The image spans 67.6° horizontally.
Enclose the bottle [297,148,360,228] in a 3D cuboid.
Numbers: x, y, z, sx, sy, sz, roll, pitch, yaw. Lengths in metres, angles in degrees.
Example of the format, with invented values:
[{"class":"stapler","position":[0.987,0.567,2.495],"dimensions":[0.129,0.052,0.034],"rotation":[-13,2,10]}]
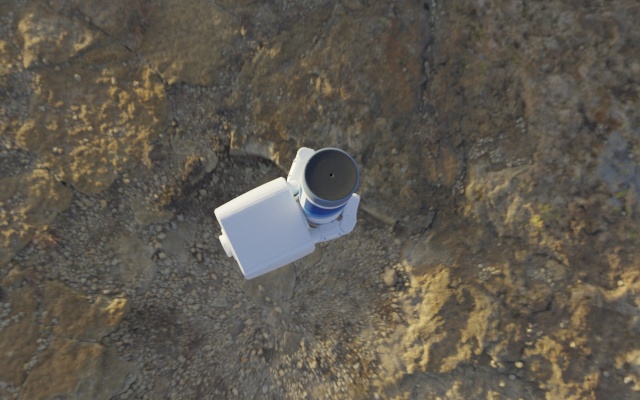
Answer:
[{"class":"bottle","position":[0.000,0.002,0.693],"dimensions":[0.069,0.069,0.296],"rotation":[0,-12,-5]}]
